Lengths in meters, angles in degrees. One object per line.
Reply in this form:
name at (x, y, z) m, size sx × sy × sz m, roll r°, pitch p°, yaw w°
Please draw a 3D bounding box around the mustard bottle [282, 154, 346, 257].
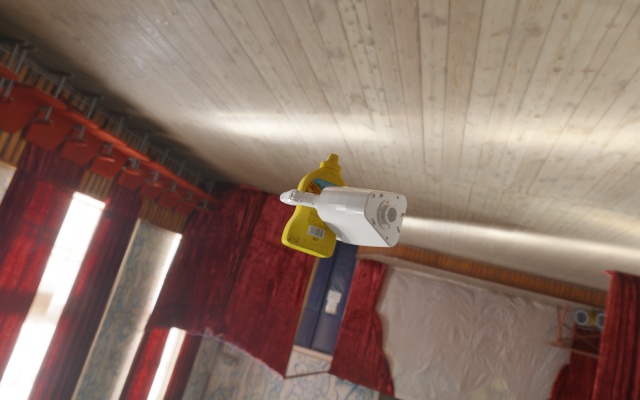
mustard bottle at (0.000, 0.003, 0.889) m, size 0.096 × 0.191 × 0.058 m, roll 21°, pitch -13°, yaw -18°
